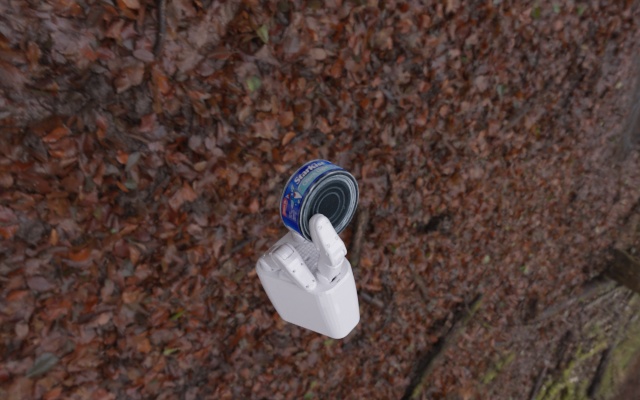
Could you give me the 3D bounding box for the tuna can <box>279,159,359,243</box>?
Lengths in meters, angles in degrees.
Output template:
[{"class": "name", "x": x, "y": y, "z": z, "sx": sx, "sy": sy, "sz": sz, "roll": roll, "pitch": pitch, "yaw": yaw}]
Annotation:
[{"class": "tuna can", "x": 0.000, "y": 0.002, "z": 0.507, "sx": 0.086, "sy": 0.086, "sz": 0.033, "roll": 0, "pitch": 22, "yaw": -45}]
